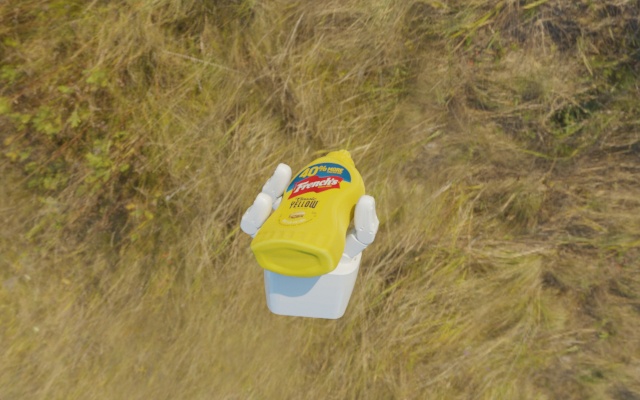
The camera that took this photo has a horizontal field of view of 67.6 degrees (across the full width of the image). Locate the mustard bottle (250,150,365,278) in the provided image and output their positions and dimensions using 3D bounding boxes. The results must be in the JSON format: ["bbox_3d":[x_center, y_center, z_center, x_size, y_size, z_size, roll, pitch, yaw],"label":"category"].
[{"bbox_3d":[0.000,0.002,0.556,0.096,0.058,0.191,-2,38,27],"label":"mustard bottle"}]
